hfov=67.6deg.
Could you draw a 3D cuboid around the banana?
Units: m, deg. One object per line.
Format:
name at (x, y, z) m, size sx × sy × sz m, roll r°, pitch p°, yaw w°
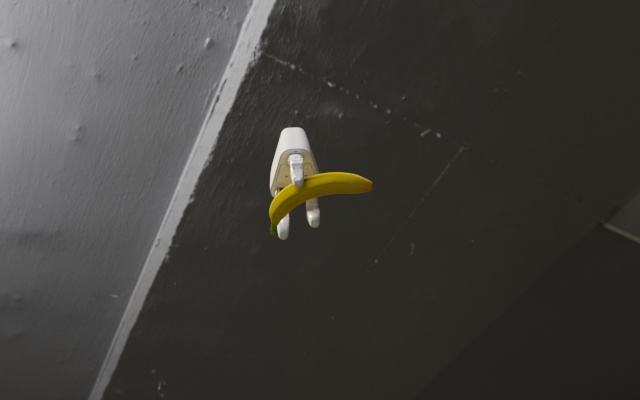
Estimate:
banana at (-0.011, -0.010, 0.821) m, size 0.198 × 0.070 × 0.037 m, roll -24°, pitch 28°, yaw 8°
